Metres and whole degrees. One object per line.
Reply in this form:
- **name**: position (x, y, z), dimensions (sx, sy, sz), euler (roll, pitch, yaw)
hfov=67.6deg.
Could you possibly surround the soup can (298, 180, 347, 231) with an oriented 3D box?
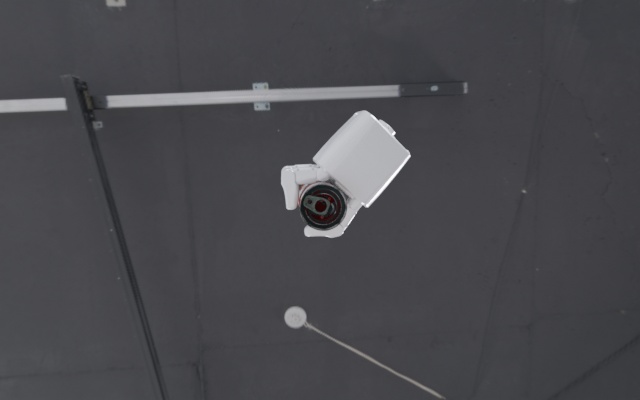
- **soup can**: position (0.000, 0.003, 0.722), dimensions (0.068, 0.068, 0.102), euler (0, 8, -5)
